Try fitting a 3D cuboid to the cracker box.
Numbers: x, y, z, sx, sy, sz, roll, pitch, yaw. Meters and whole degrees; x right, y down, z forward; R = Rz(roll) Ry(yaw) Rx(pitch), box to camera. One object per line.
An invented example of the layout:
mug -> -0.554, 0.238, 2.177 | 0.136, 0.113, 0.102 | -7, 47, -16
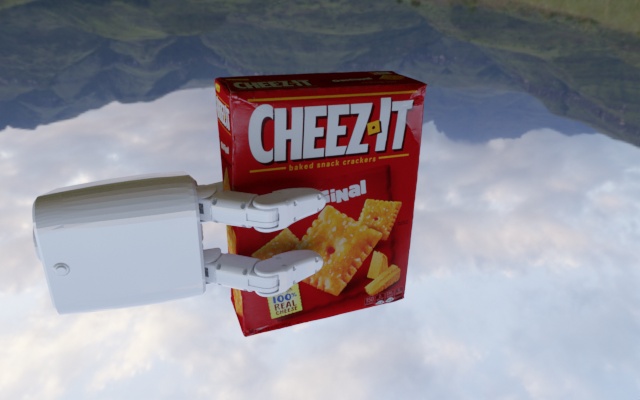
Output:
cracker box -> 0.000, 0.001, 0.422 | 0.164, 0.214, 0.072 | -8, 26, -19
